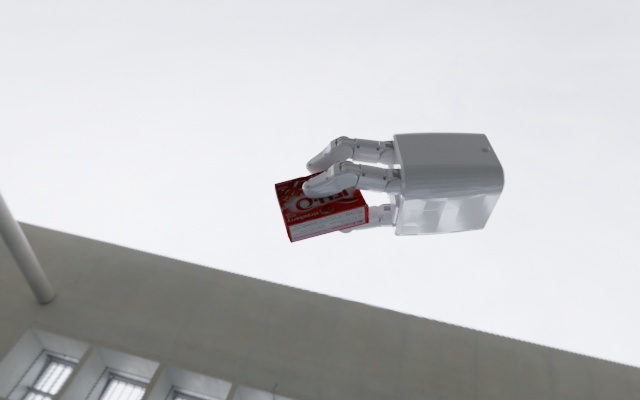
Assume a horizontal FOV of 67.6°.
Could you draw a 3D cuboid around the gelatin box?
[{"bbox_3d":[0.000,0.002,0.518,0.089,0.030,0.073,-15,42,-6],"label":"gelatin box"}]
